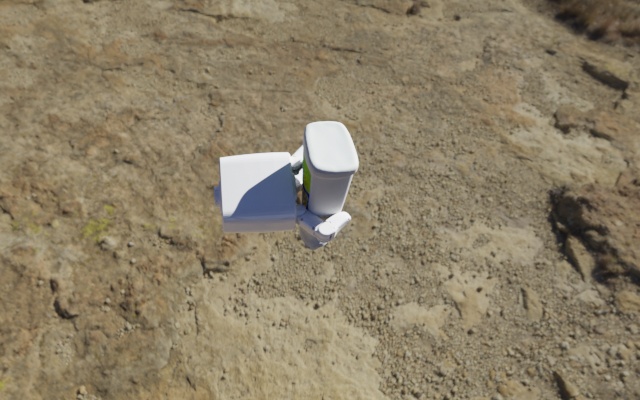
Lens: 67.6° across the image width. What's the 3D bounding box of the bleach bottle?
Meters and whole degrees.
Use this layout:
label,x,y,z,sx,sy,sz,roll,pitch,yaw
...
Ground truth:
label,x,y,z,sx,sy,sz,roll,pitch,yaw
bleach bottle,0.000,0.002,0.736,0.068,0.102,0.251,-4,-38,-11
